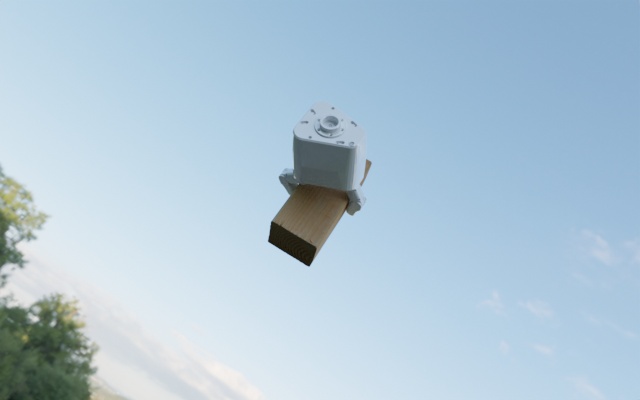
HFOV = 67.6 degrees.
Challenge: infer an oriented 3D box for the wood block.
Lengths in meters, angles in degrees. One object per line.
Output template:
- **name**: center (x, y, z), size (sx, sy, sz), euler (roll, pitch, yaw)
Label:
- **wood block**: center (0.001, 0.003, 0.862), size (0.091, 0.206, 0.090), euler (31, -30, 7)
